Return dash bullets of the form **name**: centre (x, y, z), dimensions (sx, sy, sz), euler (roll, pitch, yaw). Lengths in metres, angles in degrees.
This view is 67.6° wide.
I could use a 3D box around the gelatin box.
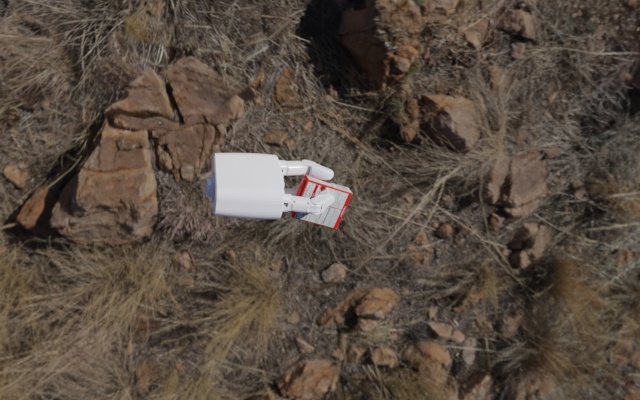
- **gelatin box**: centre (0.001, 0.003, 0.824), dimensions (0.089, 0.073, 0.030), euler (16, 19, -21)
